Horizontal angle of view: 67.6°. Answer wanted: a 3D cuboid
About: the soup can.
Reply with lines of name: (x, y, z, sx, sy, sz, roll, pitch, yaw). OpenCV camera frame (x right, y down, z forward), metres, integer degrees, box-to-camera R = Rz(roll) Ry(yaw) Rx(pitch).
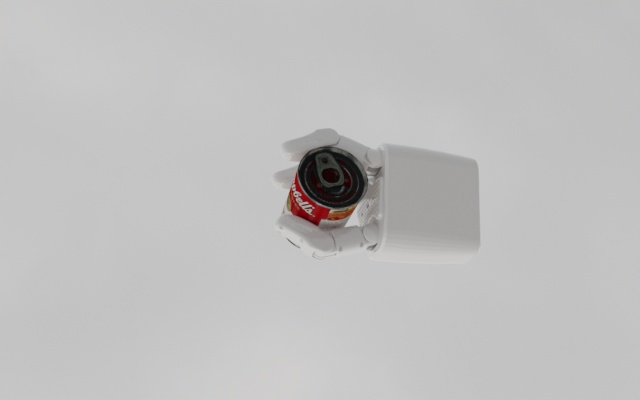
soup can: (0.000, 0.002, 0.483, 0.068, 0.068, 0.102, 0, -28, -16)
